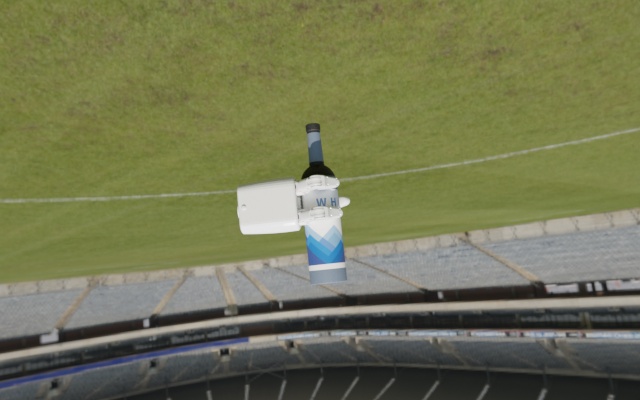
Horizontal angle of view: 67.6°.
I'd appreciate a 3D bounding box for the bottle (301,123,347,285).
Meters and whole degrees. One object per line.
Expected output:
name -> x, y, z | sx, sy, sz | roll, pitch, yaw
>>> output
bottle -> 0.000, 0.003, 0.879 | 0.069, 0.295, 0.069 | -6, -8, -1
